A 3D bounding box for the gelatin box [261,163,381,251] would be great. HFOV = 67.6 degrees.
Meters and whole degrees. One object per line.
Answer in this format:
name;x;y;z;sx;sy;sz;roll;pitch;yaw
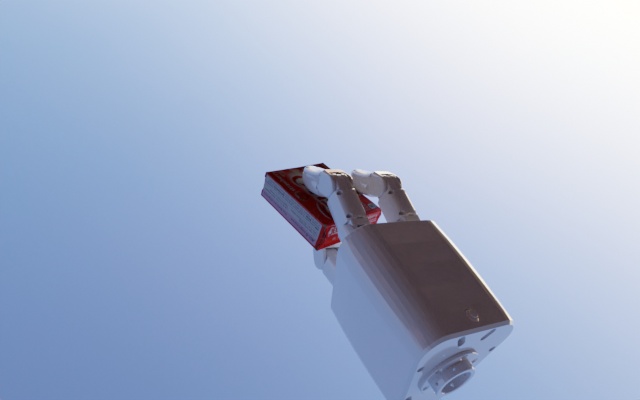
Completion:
gelatin box;0.000;0.002;0.444;0.073;0.030;0.089;-14;43;-41
